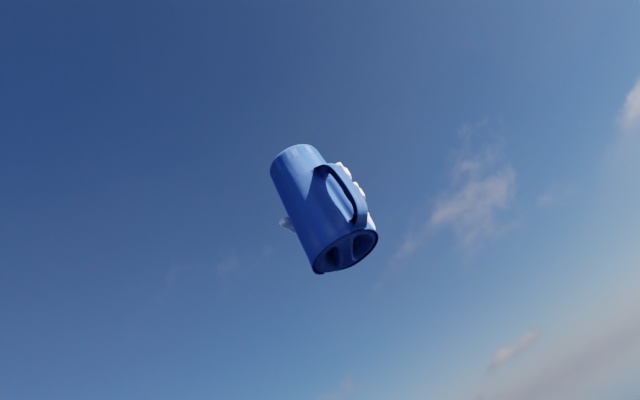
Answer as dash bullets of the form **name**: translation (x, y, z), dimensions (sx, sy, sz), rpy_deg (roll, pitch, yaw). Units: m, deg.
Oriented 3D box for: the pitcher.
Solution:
- **pitcher**: translation (0.000, 0.003, 0.900), dimensions (0.149, 0.242, 0.145), rpy_deg (-34, -31, 6)
